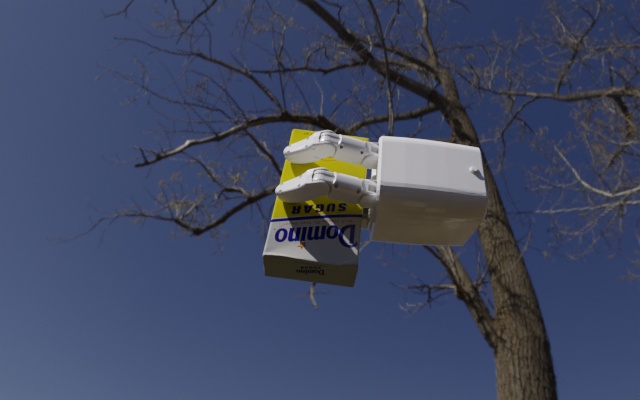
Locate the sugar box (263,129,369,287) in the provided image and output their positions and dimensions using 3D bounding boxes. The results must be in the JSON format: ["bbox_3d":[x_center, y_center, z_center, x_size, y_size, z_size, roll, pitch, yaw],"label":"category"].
[{"bbox_3d":[0.000,0.001,0.512,0.093,0.176,0.048,7,-41,2],"label":"sugar box"}]
